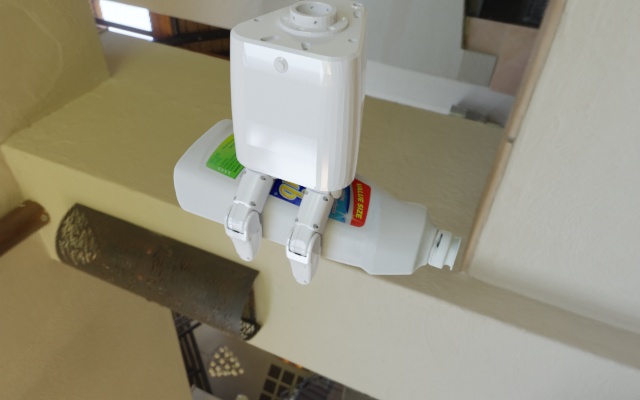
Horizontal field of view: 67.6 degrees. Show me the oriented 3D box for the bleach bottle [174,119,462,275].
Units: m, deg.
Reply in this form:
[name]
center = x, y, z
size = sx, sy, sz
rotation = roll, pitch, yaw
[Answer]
[bleach bottle]
center = 0.000, 0.001, 0.429
size = 0.251, 0.068, 0.102
rotation = 18, 44, 16
